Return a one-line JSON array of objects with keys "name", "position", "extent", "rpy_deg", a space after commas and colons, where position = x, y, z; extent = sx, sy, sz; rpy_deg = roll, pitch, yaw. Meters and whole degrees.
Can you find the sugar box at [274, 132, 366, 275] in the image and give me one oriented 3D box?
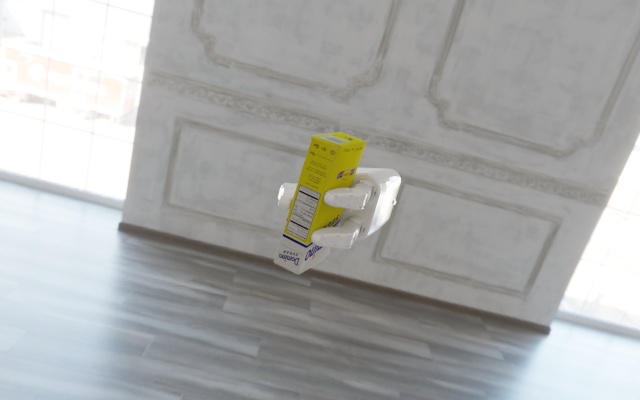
[{"name": "sugar box", "position": [0.001, 0.002, 0.621], "extent": [0.048, 0.176, 0.093], "rpy_deg": [22, 18, 22]}]
